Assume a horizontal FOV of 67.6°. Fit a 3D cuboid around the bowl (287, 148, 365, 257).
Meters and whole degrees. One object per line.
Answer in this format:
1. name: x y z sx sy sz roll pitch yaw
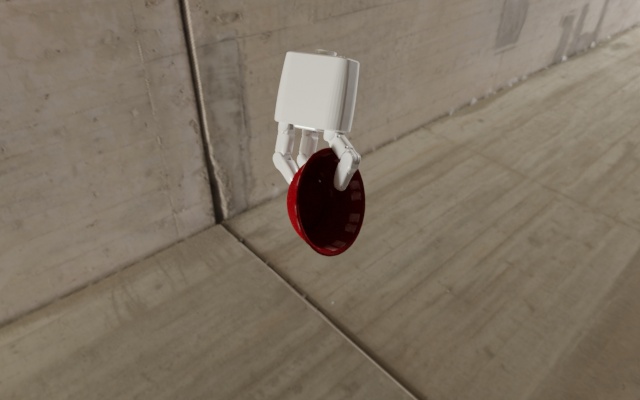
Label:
1. bowl: 0.000 0.004 0.723 0.055 0.162 0.162 0 0 41
